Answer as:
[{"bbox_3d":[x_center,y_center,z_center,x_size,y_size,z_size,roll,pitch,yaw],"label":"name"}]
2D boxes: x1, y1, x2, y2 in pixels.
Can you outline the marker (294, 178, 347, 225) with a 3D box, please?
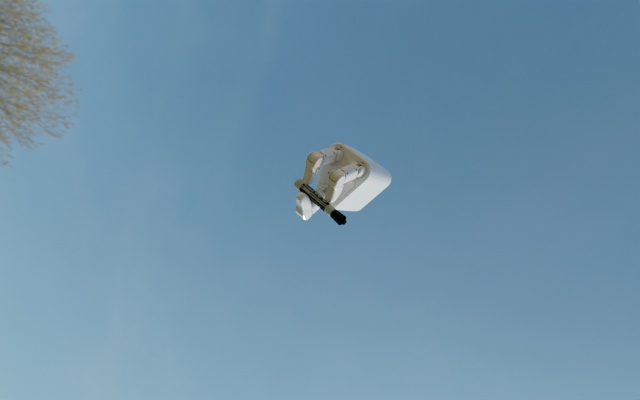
[{"bbox_3d":[0.000,0.003,0.816,0.121,0.020,0.020,40,22,28],"label":"marker"}]
